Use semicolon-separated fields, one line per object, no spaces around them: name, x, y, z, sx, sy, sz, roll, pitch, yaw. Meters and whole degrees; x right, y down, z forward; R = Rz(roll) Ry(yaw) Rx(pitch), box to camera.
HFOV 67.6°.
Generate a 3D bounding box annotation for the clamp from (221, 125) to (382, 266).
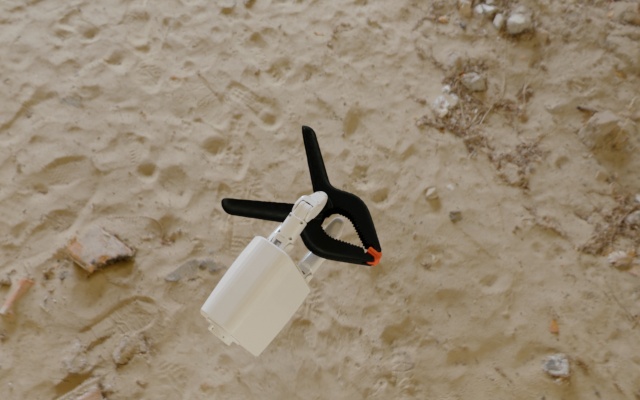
clamp;0.000;0.002;0.618;0.210;0.164;0.036;33;-18;14
